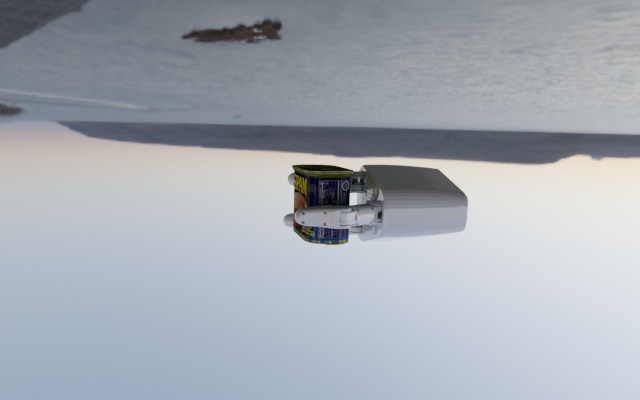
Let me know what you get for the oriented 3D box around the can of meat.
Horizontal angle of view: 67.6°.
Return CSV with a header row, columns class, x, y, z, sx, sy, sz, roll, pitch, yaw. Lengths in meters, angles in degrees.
class,x,y,z,sx,sy,sz,roll,pitch,yaw
can of meat,0.000,0.002,0.570,0.057,0.084,0.102,-1,9,-15
